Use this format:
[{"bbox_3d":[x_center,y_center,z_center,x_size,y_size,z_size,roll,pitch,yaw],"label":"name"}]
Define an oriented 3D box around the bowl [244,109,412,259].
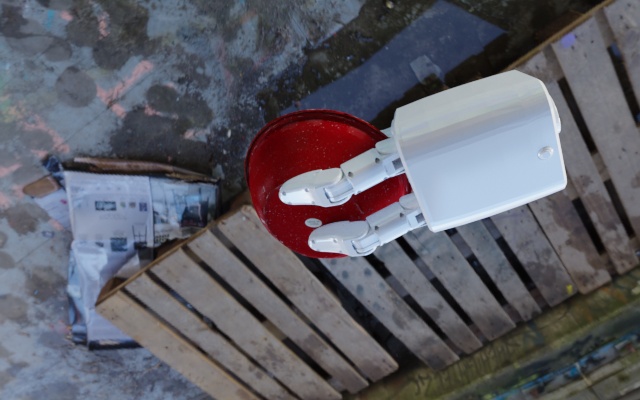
[{"bbox_3d":[-0.001,0.002,0.434,0.162,0.162,0.055,0,39,16],"label":"bowl"}]
